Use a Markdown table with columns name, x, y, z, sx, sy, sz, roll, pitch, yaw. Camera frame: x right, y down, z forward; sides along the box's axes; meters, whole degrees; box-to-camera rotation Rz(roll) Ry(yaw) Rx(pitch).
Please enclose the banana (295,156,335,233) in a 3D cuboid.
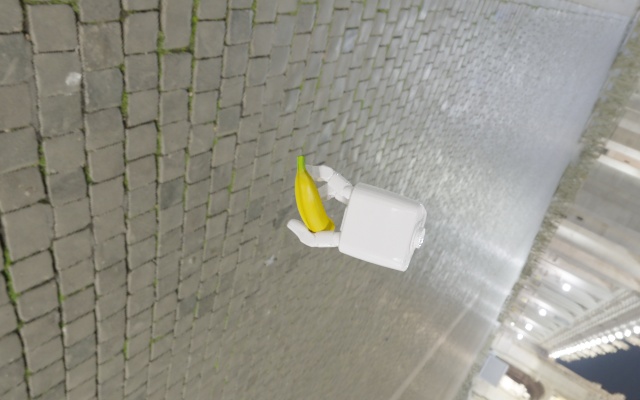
| name | x | y | z | sx | sy | sz | roll | pitch | yaw |
| --- | --- | --- | --- | --- | --- | --- | --- | --- | --- |
| banana | -0.005 | 0.016 | 0.770 | 0.037 | 0.069 | 0.198 | 5 | -34 | 19 |
